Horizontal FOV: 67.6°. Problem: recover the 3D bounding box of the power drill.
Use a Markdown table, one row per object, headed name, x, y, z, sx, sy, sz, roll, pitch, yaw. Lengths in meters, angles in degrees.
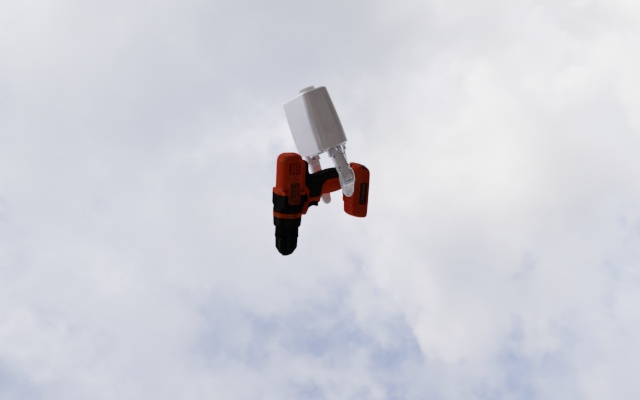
| name | x | y | z | sx | sy | sz | roll | pitch | yaw |
| --- | --- | --- | --- | --- | --- | --- | --- | --- | --- |
| power drill | 0.001 | 0.003 | 0.869 | 0.187 | 0.184 | 0.057 | -6 | 17 | -34 |
